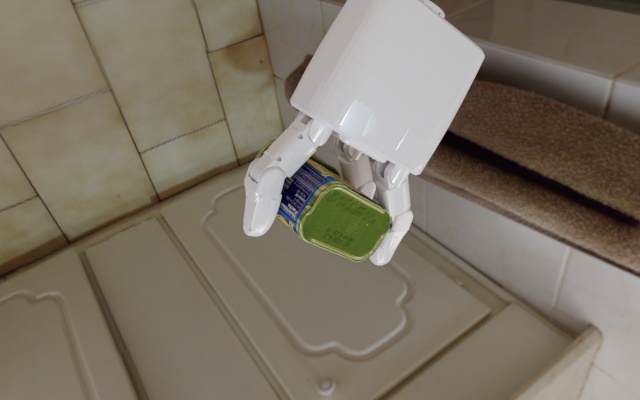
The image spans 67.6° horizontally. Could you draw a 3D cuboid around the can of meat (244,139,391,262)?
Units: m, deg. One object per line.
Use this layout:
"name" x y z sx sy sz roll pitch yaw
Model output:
"can of meat" 0.000 0.001 0.401 0.102 0.057 0.084 26 9 -46
